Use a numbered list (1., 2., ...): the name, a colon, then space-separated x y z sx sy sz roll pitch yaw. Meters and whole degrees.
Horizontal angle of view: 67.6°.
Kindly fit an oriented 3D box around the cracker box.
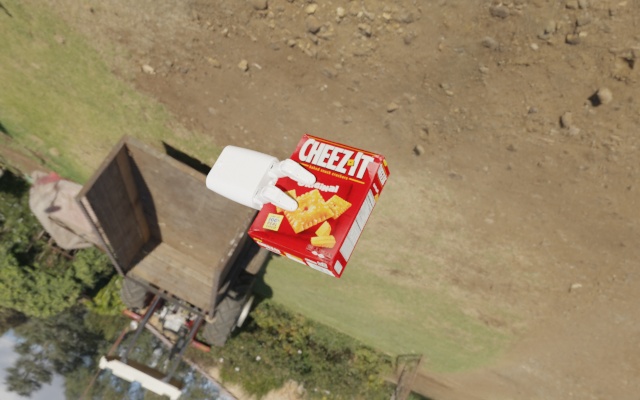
1. cracker box: 0.000 0.003 0.822 0.164 0.213 0.072 19 -20 24
